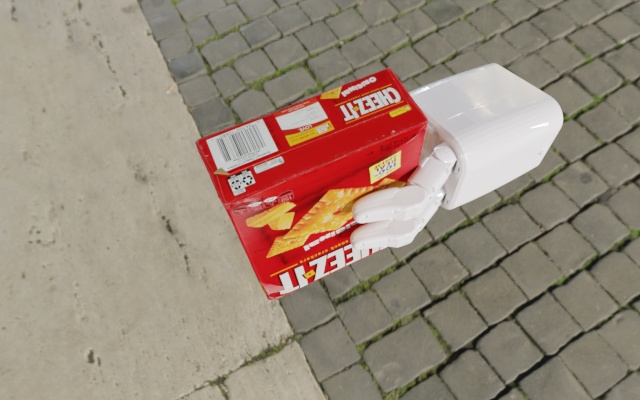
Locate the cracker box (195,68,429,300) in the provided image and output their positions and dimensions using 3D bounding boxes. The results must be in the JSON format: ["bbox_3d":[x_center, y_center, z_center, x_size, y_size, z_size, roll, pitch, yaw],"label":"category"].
[{"bbox_3d":[0.000,0.001,0.439,0.164,0.072,0.214,-23,-29,-9],"label":"cracker box"}]
